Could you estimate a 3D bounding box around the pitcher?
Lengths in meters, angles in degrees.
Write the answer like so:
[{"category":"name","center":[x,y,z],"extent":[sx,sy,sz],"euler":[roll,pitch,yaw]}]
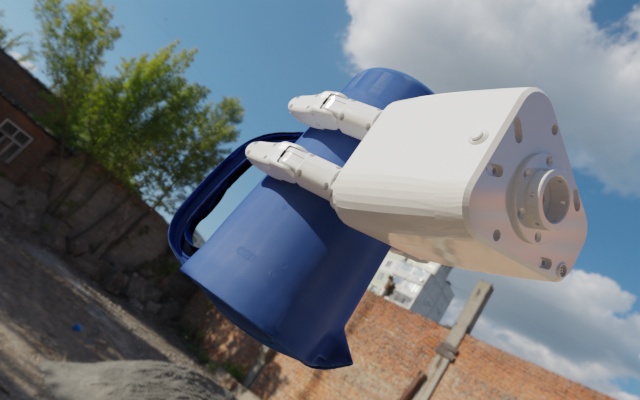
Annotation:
[{"category":"pitcher","center":[0.000,0.001,0.405],"extent":[0.149,0.242,0.145],"euler":[45,-20,-26]}]
